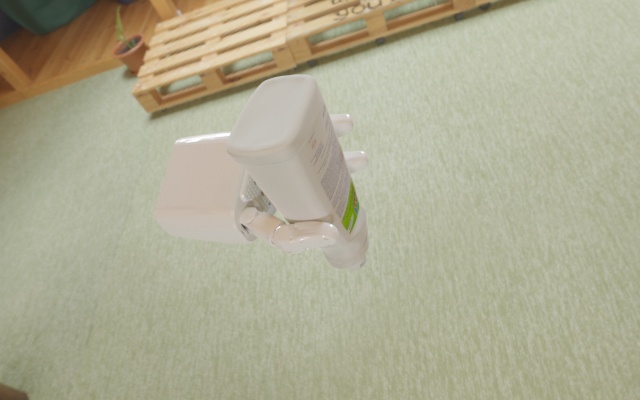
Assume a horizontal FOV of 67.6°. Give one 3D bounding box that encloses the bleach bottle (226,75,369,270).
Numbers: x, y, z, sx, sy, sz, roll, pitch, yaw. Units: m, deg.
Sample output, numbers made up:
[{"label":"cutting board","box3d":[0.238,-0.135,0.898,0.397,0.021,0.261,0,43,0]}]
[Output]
[{"label":"bleach bottle","box3d":[0.000,0.001,0.485,0.068,0.102,0.251,1,-38,25]}]
